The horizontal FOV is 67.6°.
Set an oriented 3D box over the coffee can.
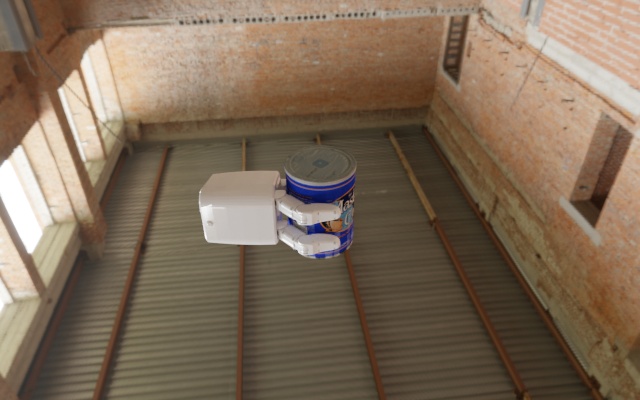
[{"bbox_3d":[0.000,0.002,0.717,0.103,0.140,0.102,0,36,0],"label":"coffee can"}]
